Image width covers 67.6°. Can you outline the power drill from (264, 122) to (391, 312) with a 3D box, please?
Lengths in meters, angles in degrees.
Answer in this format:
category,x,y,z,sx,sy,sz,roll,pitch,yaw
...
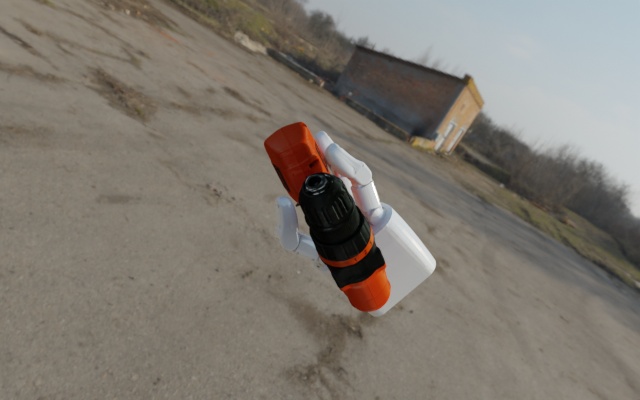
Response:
category,x,y,z,sx,sy,sz,roll,pitch,yaw
power drill,0.000,0.001,0.477,0.057,0.185,0.187,-26,45,-2
